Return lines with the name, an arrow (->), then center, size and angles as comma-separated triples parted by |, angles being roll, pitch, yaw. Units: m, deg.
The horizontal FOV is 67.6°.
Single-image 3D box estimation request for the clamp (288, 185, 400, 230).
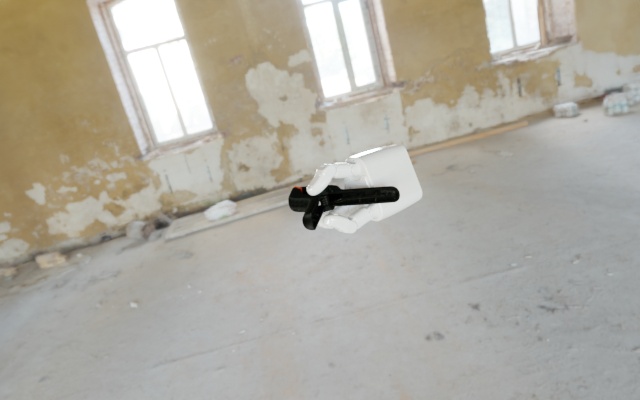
clamp -> 0.000, 0.002, 0.769 | 0.164, 0.036, 0.210 | -19, 15, -33
